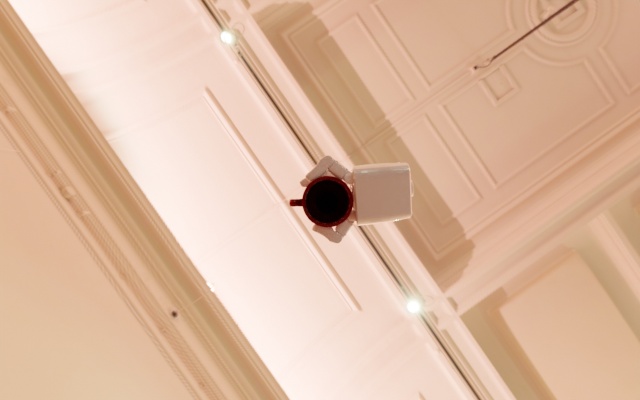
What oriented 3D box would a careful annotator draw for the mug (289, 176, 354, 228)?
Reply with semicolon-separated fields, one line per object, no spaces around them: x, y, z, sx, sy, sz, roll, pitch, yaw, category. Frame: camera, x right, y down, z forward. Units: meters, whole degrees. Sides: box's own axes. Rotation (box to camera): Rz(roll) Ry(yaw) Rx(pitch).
-0.001;0.003;0.896;0.117;0.093;0.081;-5;1;-1;mug
